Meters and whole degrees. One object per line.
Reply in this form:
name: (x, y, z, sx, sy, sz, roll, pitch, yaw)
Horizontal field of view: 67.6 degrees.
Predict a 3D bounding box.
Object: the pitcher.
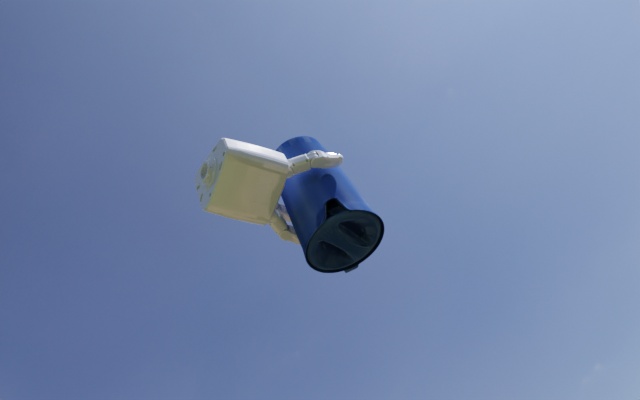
pitcher: (0.000, 0.003, 0.822, 0.145, 0.149, 0.242, 12, 32, -34)
